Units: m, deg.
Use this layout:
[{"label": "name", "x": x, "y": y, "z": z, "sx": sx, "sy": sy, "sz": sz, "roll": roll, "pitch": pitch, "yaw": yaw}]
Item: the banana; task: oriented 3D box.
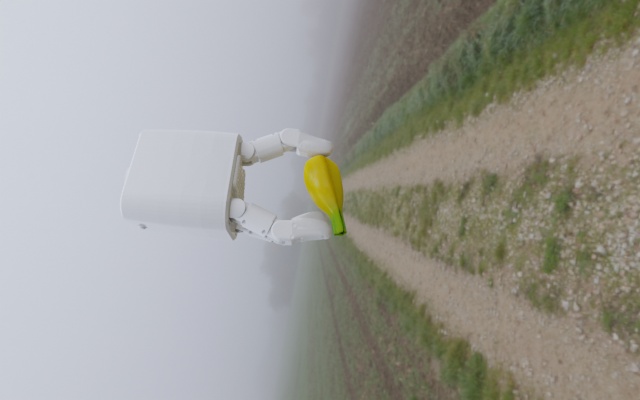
[{"label": "banana", "x": 0.000, "y": -0.016, "z": 0.524, "sx": 0.037, "sy": 0.069, "sz": 0.197, "roll": -1, "pitch": 10, "yaw": -3}]
